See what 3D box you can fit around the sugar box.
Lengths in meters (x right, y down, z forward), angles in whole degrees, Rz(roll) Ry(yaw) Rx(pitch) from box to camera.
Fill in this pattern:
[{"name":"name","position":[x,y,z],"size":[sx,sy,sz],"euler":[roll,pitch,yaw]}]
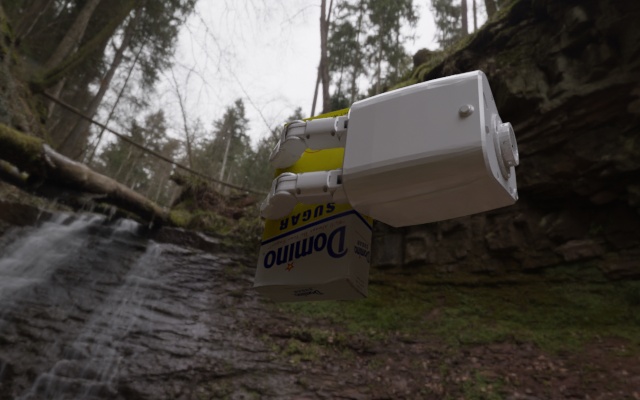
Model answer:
[{"name":"sugar box","position":[0.000,0.001,0.436],"size":[0.093,0.176,0.048],"euler":[-10,-35,28]}]
